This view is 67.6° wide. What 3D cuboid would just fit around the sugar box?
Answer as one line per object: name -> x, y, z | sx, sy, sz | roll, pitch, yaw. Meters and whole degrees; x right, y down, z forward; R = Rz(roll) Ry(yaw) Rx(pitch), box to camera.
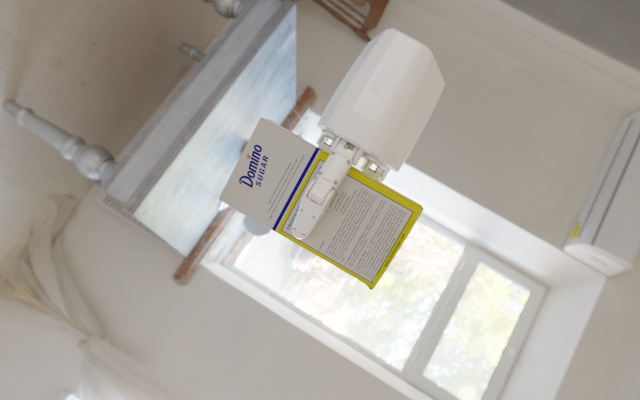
sugar box -> 0.000, 0.001, 0.468 | 0.176, 0.093, 0.048 | 31, 8, 8
